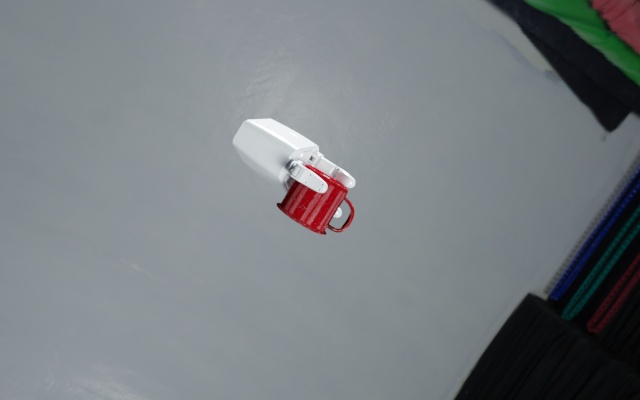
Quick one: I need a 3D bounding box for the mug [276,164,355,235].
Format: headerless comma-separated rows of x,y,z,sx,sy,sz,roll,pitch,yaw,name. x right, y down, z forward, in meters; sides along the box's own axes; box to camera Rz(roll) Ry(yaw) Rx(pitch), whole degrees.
0.001,0.003,0.753,0.117,0.081,0.093,33,6,13,mug
